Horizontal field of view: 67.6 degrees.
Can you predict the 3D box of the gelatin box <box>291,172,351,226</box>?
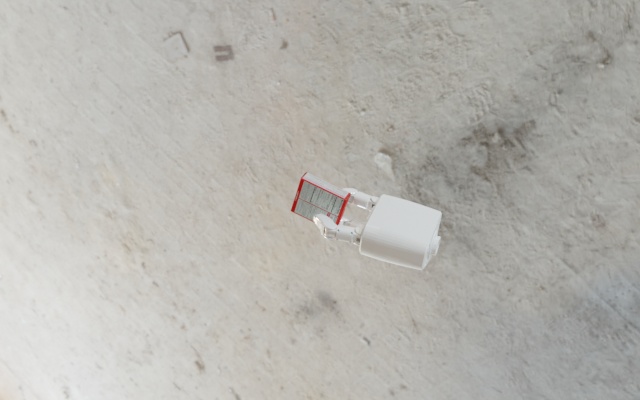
[{"bbox_3d":[0.000,0.003,0.826,0.089,0.073,0.030,25,34,9],"label":"gelatin box"}]
